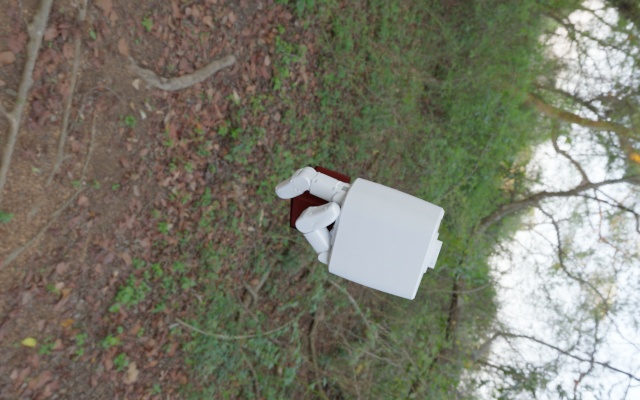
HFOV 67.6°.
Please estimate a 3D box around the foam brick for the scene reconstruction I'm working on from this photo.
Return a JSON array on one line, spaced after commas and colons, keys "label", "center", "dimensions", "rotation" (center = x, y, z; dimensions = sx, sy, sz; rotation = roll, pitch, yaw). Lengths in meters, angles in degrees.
[{"label": "foam brick", "center": [0.000, 0.002, 0.614], "dimensions": [0.051, 0.053, 0.078], "rotation": [19, 41, 16]}]
